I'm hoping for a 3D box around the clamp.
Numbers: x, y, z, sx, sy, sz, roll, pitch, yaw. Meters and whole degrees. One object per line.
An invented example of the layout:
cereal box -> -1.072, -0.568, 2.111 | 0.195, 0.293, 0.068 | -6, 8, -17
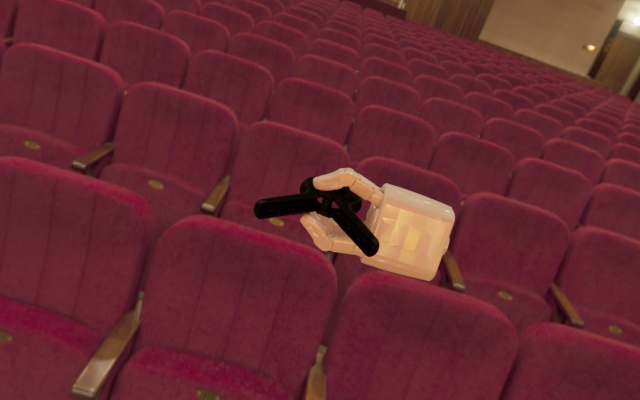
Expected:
clamp -> 0.001, 0.001, 0.676 | 0.164, 0.036, 0.210 | 17, 23, -3
